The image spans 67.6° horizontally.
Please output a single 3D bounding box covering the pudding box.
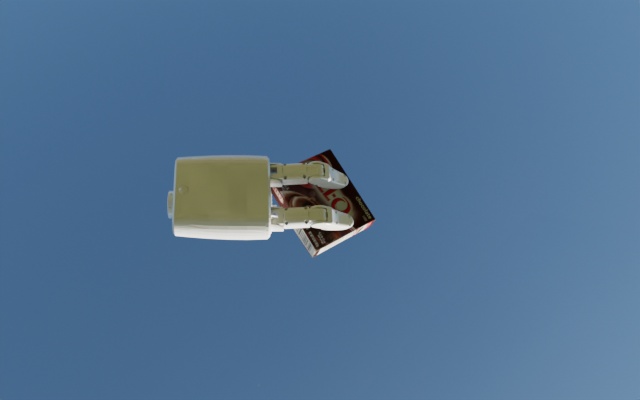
[{"bbox_3d":[0.000,0.002,0.598,0.090,0.113,0.039,-26,-12,-22],"label":"pudding box"}]
